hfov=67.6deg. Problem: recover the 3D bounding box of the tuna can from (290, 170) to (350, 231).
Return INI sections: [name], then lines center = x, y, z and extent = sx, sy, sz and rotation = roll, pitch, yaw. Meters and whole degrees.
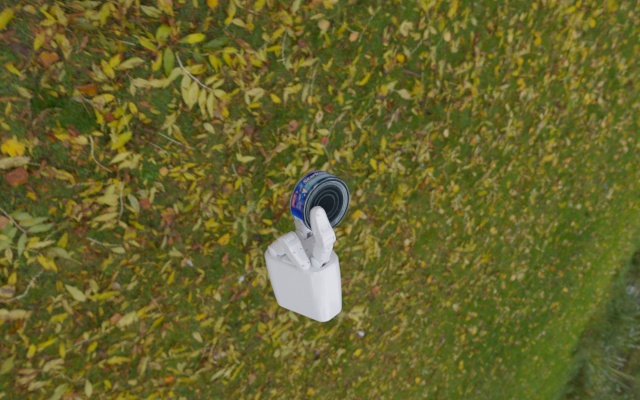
[tuna can]
center = 0.000, 0.002, 0.683
extent = 0.086, 0.086, 0.033
rotation = 0, 19, -40
